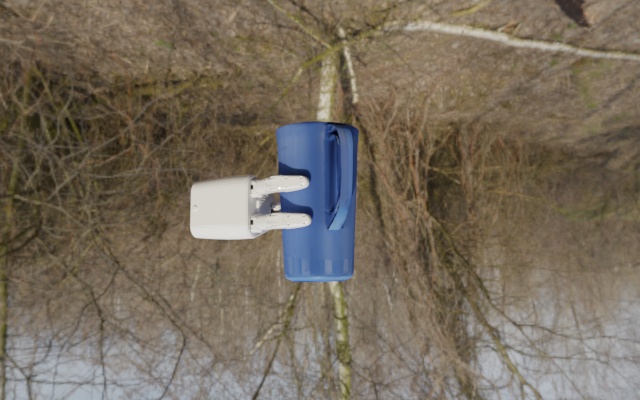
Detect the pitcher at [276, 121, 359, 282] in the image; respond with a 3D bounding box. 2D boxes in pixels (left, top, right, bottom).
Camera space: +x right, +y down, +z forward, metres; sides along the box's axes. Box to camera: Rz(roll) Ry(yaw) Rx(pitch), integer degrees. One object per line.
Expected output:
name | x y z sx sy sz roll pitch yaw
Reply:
pitcher | 0.000 0.002 0.745 0.145 0.243 0.149 -3 -6 20
